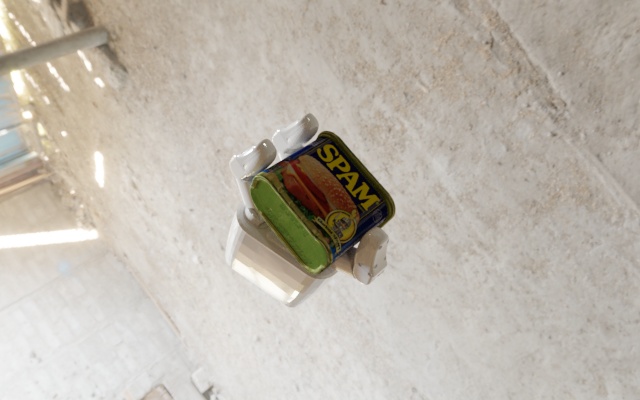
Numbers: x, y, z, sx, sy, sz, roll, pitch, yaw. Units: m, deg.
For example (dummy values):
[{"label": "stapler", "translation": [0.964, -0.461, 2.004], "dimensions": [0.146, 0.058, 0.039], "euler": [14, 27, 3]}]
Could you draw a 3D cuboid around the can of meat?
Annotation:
[{"label": "can of meat", "translation": [0.000, 0.002, 0.417], "dimensions": [0.084, 0.102, 0.057], "euler": [-35, -10, -32]}]
